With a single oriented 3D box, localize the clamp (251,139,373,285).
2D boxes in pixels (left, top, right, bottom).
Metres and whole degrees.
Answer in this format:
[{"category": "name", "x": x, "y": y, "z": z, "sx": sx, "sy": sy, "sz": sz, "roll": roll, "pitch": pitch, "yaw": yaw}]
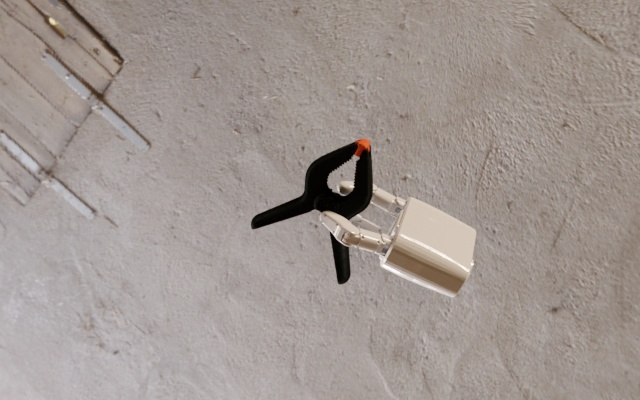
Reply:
[{"category": "clamp", "x": 0.000, "y": 0.002, "z": 0.656, "sx": 0.164, "sy": 0.210, "sz": 0.036, "roll": 25, "pitch": 27, "yaw": 5}]
